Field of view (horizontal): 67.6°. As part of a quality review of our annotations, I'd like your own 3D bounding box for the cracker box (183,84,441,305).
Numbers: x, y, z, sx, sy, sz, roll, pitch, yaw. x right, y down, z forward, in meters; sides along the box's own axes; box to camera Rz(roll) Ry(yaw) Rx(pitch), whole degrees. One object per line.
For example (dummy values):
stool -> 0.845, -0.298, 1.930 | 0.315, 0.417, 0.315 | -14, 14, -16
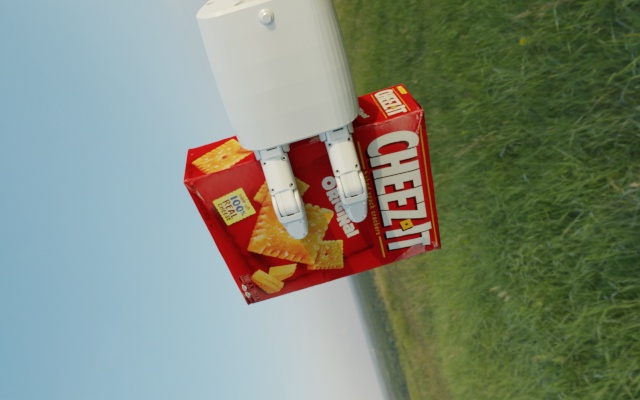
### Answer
cracker box -> 0.000, 0.001, 0.467 | 0.214, 0.164, 0.072 | -16, 35, 1
